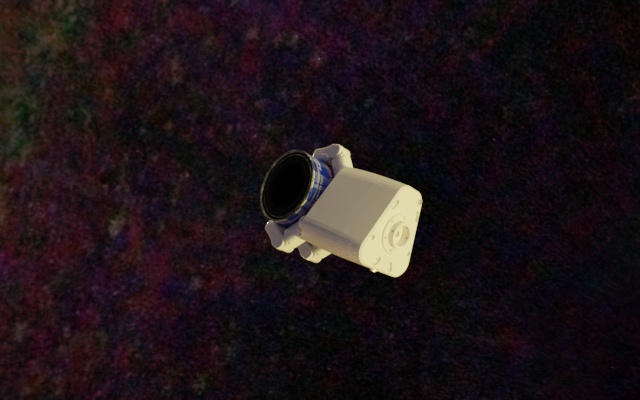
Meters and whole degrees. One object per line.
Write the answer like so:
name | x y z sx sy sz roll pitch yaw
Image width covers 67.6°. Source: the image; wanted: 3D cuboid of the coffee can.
coffee can | 0.000 0.002 0.680 0.103 0.102 0.140 0 -19 46
